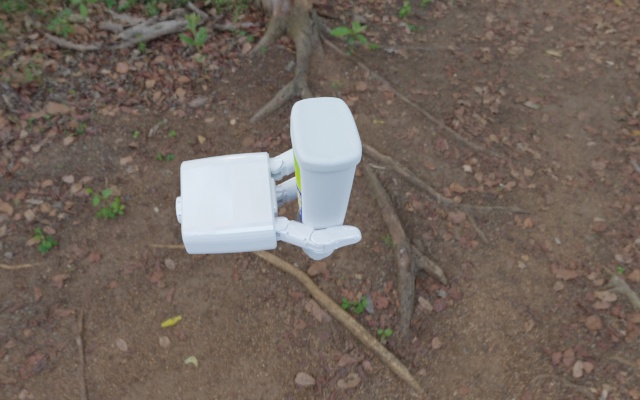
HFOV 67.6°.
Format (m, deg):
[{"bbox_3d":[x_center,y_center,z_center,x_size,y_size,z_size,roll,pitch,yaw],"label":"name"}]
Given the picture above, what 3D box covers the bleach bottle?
[{"bbox_3d":[0.000,0.002,0.581,0.068,0.102,0.251,-5,-38,-7],"label":"bleach bottle"}]
